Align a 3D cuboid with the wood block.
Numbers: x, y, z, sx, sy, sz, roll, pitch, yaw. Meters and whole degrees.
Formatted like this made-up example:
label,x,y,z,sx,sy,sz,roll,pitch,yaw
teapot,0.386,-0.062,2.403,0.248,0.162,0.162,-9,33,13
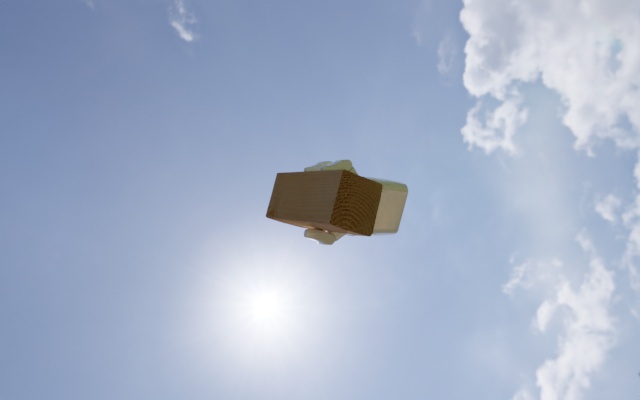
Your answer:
label,x,y,z,sx,sy,sz,roll,pitch,yaw
wood block,0.000,0.003,0.834,0.090,0.091,0.206,19,-10,-33
